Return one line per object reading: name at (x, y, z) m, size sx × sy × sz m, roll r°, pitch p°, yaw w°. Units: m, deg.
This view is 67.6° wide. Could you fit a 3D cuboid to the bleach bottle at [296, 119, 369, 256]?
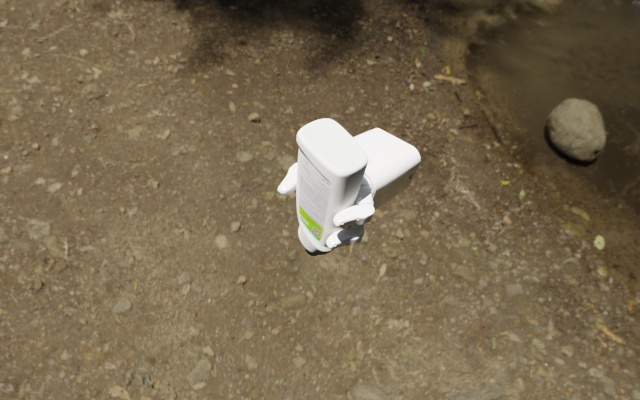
bleach bottle at (0.000, 0.002, 0.719) m, size 0.068 × 0.102 × 0.251 m, roll -29°, pitch -27°, yaw -27°
